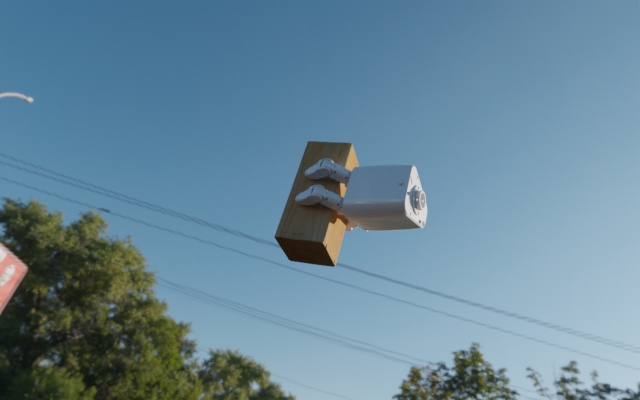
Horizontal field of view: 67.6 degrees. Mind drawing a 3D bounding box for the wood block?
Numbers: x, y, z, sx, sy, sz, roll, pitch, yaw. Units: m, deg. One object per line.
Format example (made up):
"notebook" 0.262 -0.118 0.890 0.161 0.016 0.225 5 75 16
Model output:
"wood block" 0.001 0.003 0.854 0.090 0.206 0.091 5 -33 21
